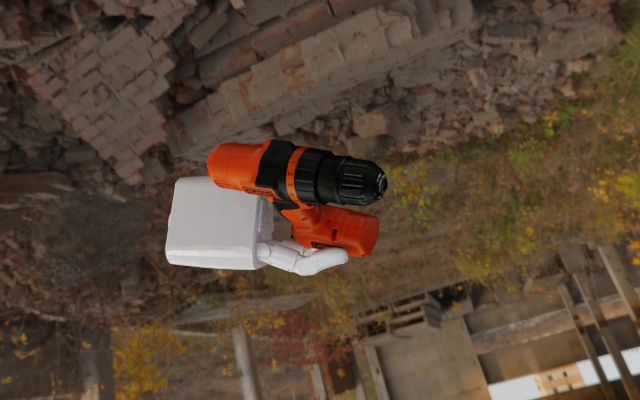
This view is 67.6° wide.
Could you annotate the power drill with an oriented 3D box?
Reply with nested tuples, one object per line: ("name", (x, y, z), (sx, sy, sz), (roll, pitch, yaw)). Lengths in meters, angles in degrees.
("power drill", (0.000, 0.002, 0.498), (0.184, 0.057, 0.188), (11, -21, 28))
